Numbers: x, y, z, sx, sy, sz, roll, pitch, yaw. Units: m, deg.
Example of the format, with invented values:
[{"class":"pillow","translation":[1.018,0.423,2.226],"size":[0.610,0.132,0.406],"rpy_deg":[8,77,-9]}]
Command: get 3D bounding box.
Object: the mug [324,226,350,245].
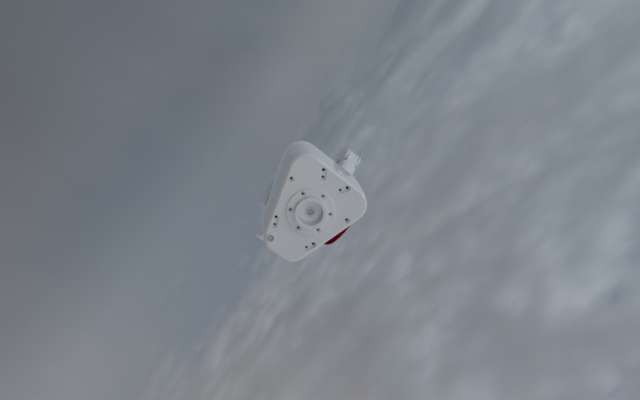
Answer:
[{"class":"mug","translation":[0.000,0.002,0.645],"size":[0.081,0.093,0.117],"rpy_deg":[37,7,-10]}]
